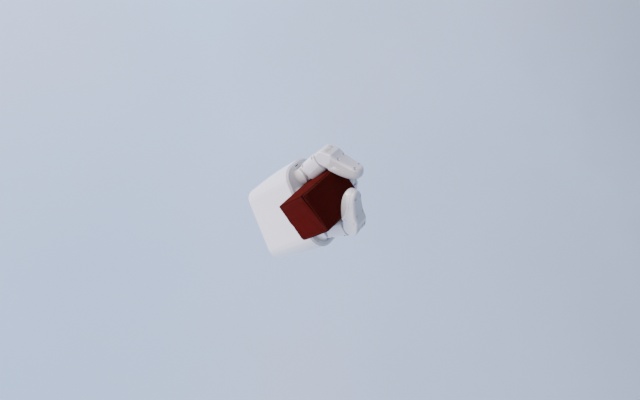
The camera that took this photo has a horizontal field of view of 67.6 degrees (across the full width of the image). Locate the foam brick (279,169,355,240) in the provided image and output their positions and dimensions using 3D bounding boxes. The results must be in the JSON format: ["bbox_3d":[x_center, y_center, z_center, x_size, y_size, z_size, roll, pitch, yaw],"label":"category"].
[{"bbox_3d":[0.000,0.002,0.578,0.051,0.053,0.078,-24,15,48],"label":"foam brick"}]
